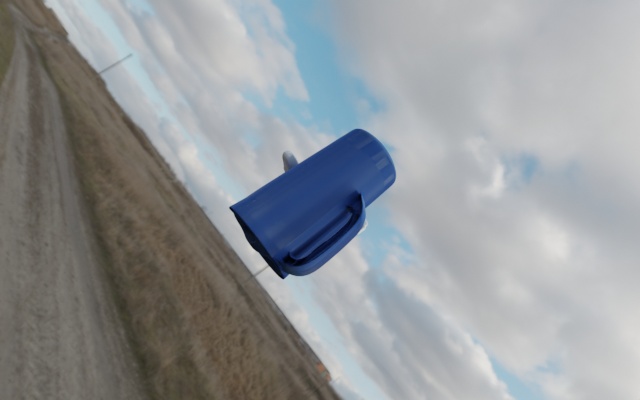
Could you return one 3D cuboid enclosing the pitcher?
[{"bbox_3d":[0.000,0.002,0.720,0.243,0.149,0.145,-37,-4,-13],"label":"pitcher"}]
